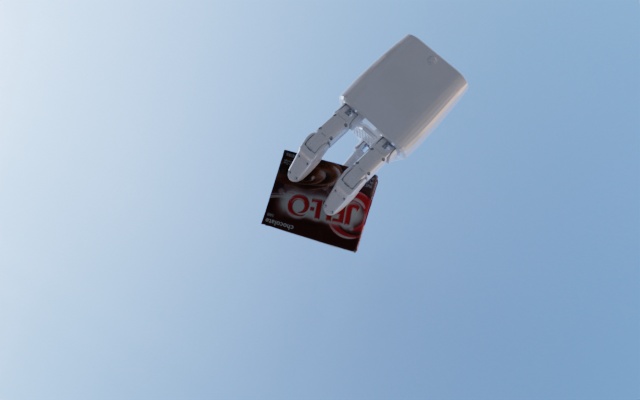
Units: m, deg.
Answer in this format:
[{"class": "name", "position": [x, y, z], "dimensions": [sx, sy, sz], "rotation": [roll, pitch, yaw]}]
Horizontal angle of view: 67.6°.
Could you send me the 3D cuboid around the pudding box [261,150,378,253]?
[{"class": "pudding box", "position": [0.000, 0.002, 0.545], "dimensions": [0.113, 0.090, 0.039], "rotation": [16, -8, 8]}]
